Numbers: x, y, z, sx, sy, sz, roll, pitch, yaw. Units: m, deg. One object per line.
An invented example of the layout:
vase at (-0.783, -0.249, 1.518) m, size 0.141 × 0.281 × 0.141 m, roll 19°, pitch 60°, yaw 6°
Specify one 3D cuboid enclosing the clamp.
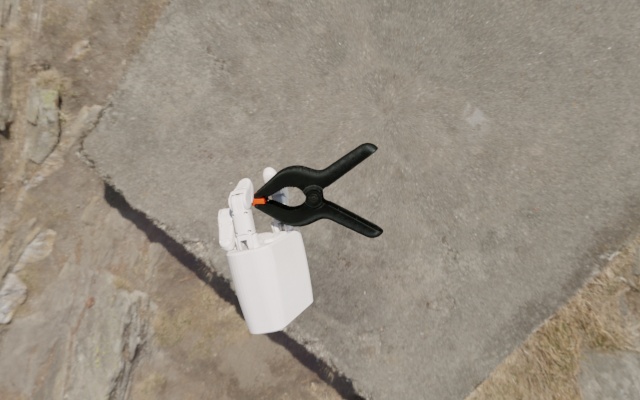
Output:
clamp at (0.000, 0.002, 0.608) m, size 0.171 × 0.120 × 0.039 m, roll -12°, pitch 5°, yaw 10°
